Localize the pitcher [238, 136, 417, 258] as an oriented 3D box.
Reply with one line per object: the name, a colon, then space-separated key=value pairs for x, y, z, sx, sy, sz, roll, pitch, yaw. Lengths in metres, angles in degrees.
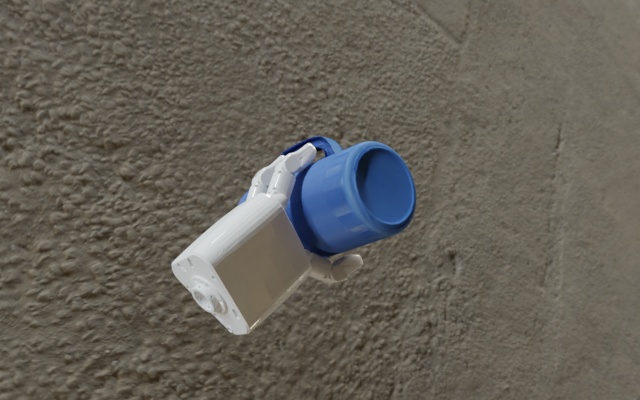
pitcher: x=0.000 y=0.002 z=0.611 sx=0.243 sy=0.149 sz=0.145 roll=-22 pitch=17 yaw=51
